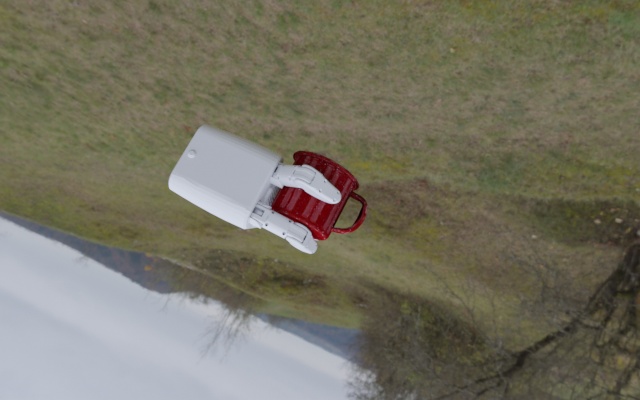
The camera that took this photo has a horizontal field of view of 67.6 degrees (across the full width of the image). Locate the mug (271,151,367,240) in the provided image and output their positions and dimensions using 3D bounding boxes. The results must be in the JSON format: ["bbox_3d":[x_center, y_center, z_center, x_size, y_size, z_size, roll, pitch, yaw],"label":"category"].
[{"bbox_3d":[0.001,0.003,0.592,0.117,0.081,0.093,24,-15,10],"label":"mug"}]
